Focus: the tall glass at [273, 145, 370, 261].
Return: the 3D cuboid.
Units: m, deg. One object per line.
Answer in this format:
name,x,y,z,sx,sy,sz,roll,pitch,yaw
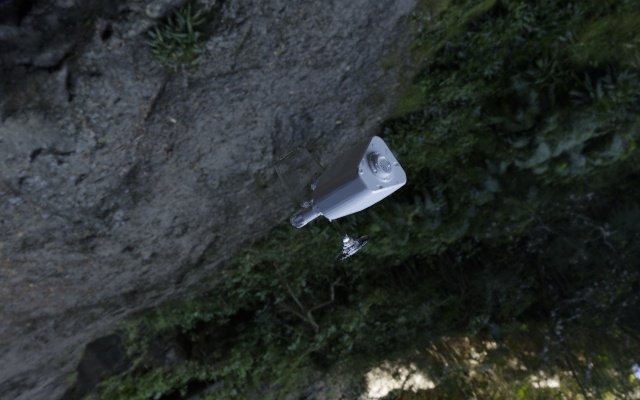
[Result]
tall glass,0.000,0.003,0.833,0.079,0.201,0.079,-35,4,3
